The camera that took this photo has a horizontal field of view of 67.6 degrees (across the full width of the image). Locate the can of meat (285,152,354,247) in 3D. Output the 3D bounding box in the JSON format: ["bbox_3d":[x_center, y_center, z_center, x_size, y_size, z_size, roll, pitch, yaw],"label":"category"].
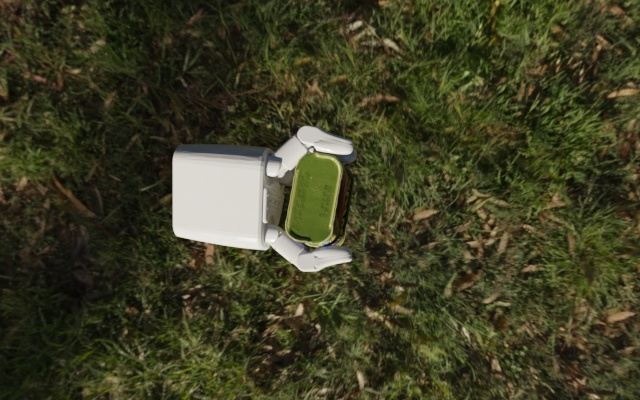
[{"bbox_3d":[0.000,0.002,0.535,0.057,0.102,0.084,9,-5,11],"label":"can of meat"}]
